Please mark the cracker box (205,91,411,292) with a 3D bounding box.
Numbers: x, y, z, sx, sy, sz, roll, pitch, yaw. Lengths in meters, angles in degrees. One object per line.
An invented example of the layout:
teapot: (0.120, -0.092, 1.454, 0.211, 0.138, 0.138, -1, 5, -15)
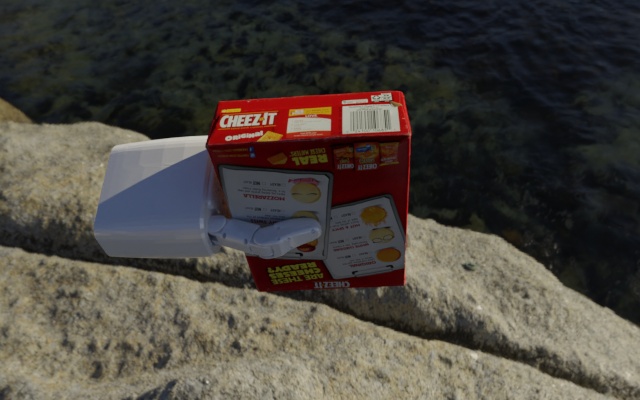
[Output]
cracker box: (0.000, 0.002, 0.466, 0.164, 0.072, 0.214, -3, -43, 6)
